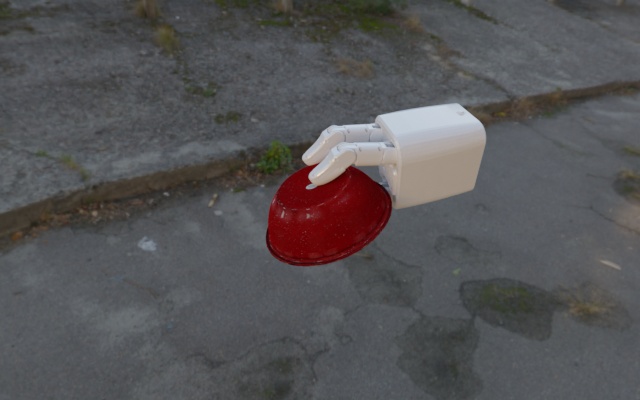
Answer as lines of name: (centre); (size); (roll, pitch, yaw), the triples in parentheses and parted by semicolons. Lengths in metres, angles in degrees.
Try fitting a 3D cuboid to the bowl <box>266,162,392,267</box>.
bowl: (-0.001, 0.002, 0.566); (0.162, 0.055, 0.162); (-16, 34, 11)
